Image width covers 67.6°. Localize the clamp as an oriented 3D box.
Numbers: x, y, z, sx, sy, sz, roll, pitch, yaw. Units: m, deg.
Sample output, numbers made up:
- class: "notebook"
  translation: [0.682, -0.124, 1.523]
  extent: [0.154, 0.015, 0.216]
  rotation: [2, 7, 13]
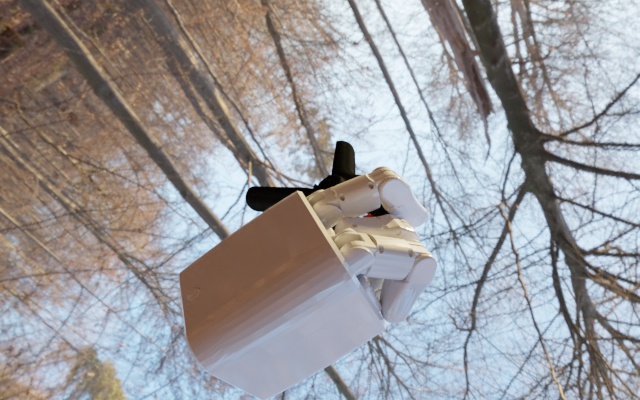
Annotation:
- class: "clamp"
  translation: [0.000, 0.002, 0.419]
  extent: [0.120, 0.039, 0.171]
  rotation: [-30, 28, -3]
